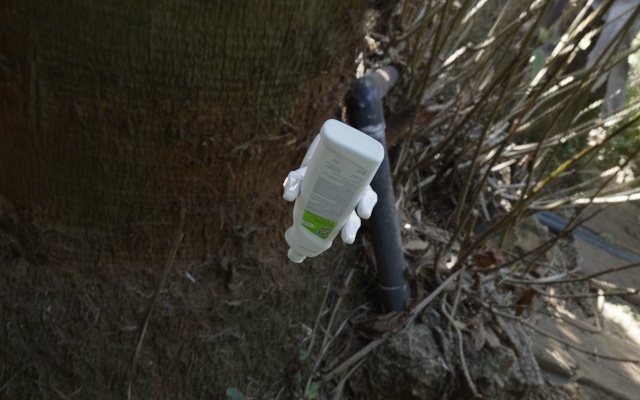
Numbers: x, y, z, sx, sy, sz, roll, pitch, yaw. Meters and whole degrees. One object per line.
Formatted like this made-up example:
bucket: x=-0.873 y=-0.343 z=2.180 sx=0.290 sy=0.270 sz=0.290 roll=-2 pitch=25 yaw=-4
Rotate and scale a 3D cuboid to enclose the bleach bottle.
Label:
bleach bottle: x=0.000 y=0.003 z=0.755 sx=0.102 sy=0.251 sz=0.068 roll=26 pitch=34 yaw=-6
